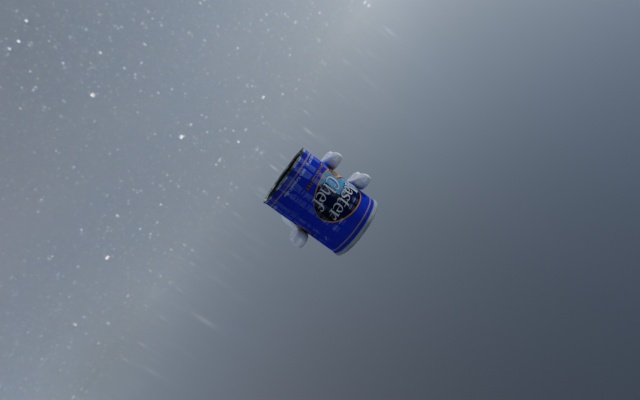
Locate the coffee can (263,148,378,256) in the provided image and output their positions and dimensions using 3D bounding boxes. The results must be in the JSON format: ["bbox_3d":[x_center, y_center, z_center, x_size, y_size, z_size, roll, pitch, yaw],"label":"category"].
[{"bbox_3d":[0.000,0.003,0.723,0.140,0.103,0.103,36,-7,-9],"label":"coffee can"}]
